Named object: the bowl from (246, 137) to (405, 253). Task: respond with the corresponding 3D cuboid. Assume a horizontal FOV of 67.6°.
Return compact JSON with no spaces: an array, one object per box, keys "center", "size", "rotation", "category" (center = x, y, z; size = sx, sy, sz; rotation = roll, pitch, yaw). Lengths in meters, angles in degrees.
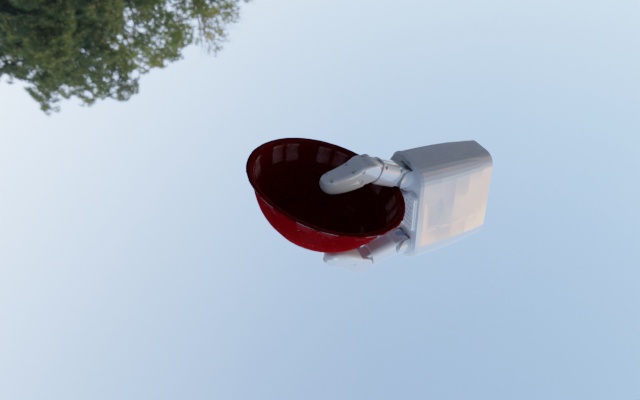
[{"center":[-0.001,0.002,0.479],"size":[0.162,0.055,0.162],"rotation":[14,34,-10],"category":"bowl"}]
